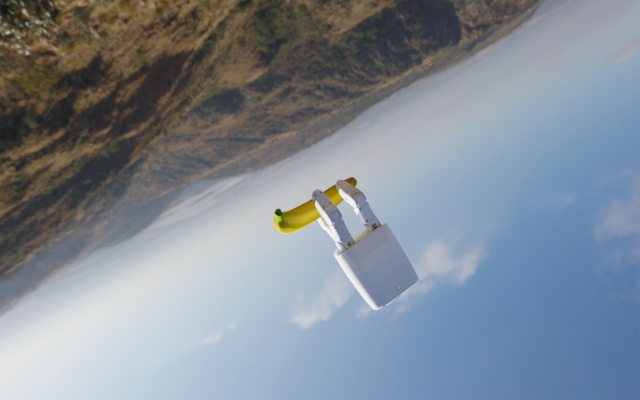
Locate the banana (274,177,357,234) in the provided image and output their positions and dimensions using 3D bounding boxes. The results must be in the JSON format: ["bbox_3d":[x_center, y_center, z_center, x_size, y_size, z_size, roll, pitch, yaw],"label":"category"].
[{"bbox_3d":[-0.012,0.013,0.784,0.197,0.037,0.070,-27,-11,-46],"label":"banana"}]
